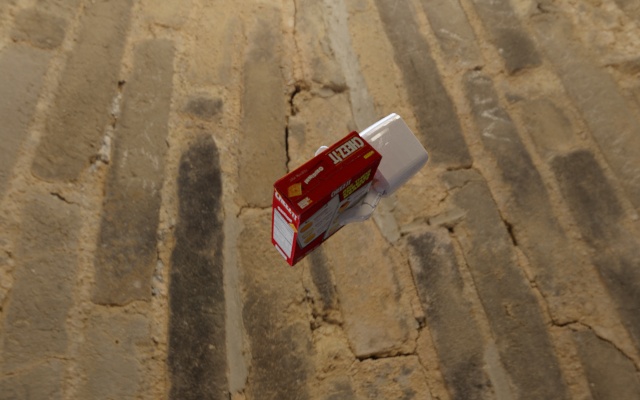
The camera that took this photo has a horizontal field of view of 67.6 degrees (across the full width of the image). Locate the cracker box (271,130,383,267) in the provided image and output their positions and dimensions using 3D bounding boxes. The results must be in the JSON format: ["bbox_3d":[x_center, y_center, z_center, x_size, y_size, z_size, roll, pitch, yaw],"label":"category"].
[{"bbox_3d":[0.000,0.003,0.783,0.164,0.072,0.214,-36,-18,-22],"label":"cracker box"}]
